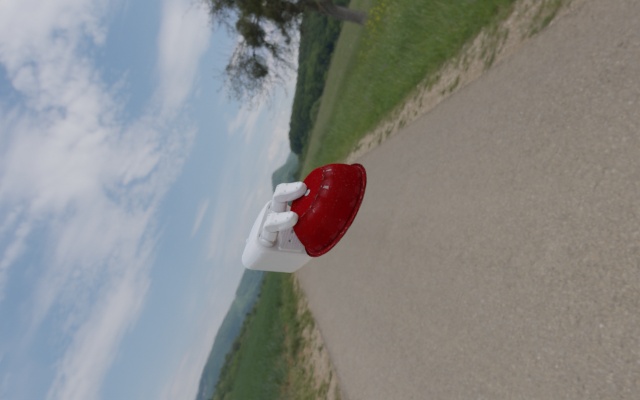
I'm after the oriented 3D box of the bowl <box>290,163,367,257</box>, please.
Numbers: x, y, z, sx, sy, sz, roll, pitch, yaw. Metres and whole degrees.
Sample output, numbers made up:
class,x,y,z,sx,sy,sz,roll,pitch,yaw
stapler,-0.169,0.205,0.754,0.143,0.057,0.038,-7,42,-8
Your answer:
class,x,y,z,sx,sy,sz,roll,pitch,yaw
bowl,0.001,0.001,0.726,0.055,0.162,0.162,29,-11,-21
